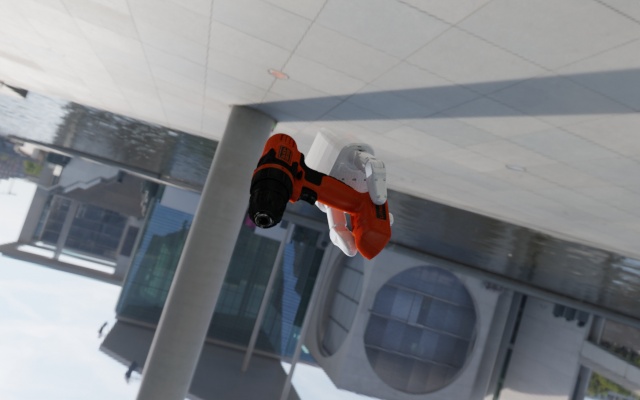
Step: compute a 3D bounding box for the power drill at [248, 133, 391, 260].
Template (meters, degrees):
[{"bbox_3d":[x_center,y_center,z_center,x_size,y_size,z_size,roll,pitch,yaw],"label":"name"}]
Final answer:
[{"bbox_3d":[0.000,0.002,0.609,0.188,0.057,0.184,29,32,-16],"label":"power drill"}]
